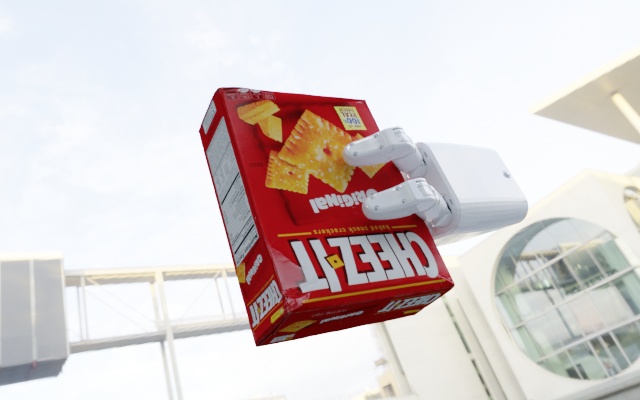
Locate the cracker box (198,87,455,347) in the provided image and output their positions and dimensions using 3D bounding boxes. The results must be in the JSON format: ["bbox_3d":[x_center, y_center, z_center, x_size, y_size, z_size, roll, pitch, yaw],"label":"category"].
[{"bbox_3d":[0.000,0.001,0.421,0.164,0.213,0.072,-2,-33,-32],"label":"cracker box"}]
